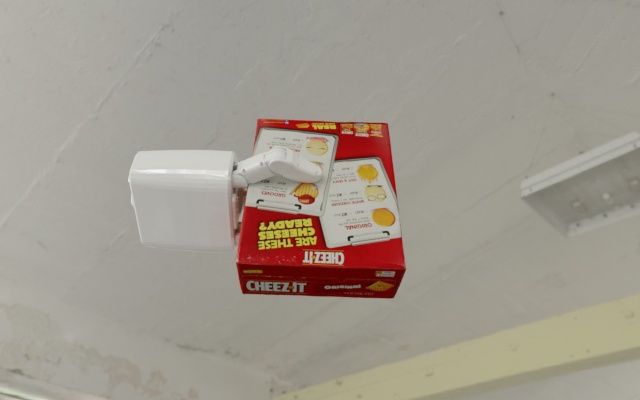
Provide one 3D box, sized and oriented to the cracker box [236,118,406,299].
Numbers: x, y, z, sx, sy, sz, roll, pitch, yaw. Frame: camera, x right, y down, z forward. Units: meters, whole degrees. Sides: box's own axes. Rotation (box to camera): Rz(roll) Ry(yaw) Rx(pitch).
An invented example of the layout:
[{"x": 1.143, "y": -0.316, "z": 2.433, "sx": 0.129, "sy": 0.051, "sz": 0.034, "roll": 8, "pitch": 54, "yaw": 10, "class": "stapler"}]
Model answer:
[{"x": 0.000, "y": 0.002, "z": 0.541, "sx": 0.164, "sy": 0.213, "sz": 0.072, "roll": 2, "pitch": -40, "yaw": -1, "class": "cracker box"}]
